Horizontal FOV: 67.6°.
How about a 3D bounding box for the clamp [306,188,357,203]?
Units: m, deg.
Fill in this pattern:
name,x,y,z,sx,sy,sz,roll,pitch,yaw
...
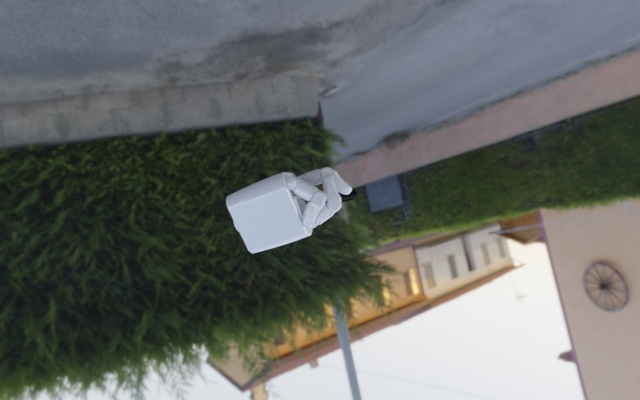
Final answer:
name,x,y,z,sx,sy,sz,roll,pitch,yaw
clamp,0.000,0.003,0.872,0.120,0.039,0.171,-27,-8,10
